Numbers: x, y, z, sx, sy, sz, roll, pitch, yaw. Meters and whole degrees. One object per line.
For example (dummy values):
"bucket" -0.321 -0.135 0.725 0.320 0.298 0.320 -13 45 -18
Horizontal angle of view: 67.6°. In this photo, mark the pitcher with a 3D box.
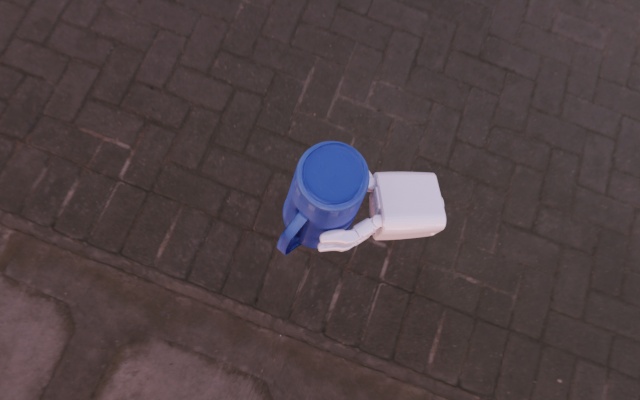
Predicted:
"pitcher" 0.000 0.003 0.790 0.145 0.149 0.243 -1 -16 -6
